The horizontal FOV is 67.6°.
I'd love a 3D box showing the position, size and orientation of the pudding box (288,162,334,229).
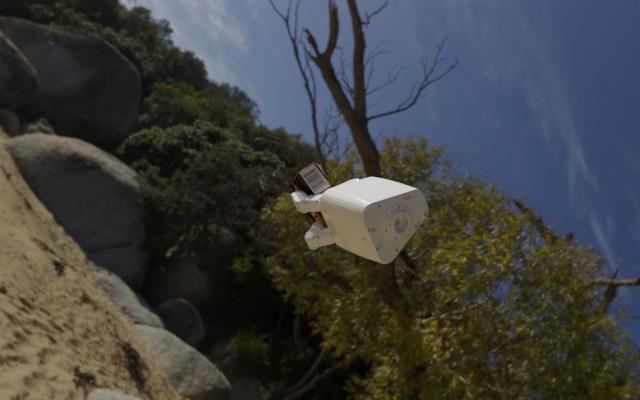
[{"bbox_3d":[0.000,0.002,0.778,0.039,0.113,0.090,-33,-4,-20],"label":"pudding box"}]
